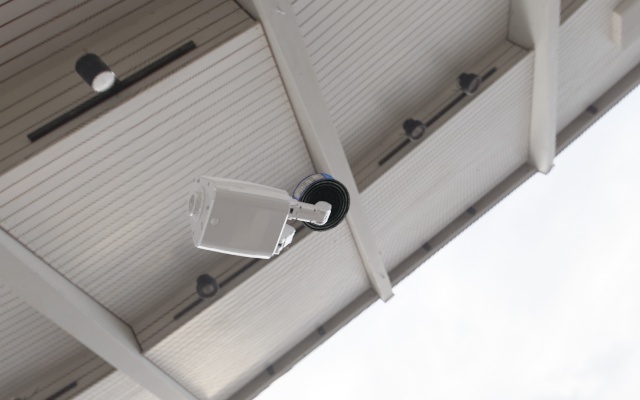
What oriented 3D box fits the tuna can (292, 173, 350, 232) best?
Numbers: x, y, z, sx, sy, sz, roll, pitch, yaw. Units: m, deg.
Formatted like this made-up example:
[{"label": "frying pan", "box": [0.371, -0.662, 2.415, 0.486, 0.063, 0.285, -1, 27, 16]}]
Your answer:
[{"label": "tuna can", "box": [0.000, 0.002, 0.731, 0.086, 0.086, 0.033, 0, 21, -25]}]
